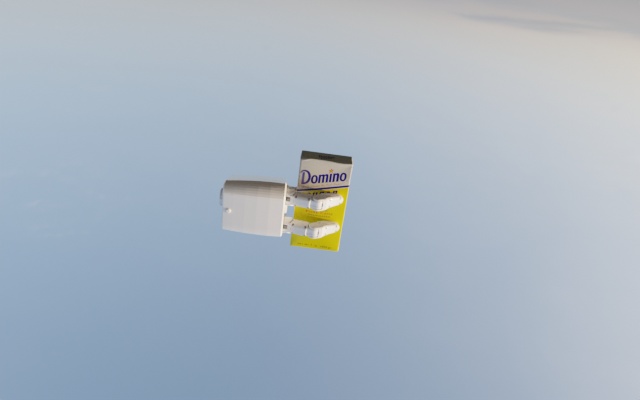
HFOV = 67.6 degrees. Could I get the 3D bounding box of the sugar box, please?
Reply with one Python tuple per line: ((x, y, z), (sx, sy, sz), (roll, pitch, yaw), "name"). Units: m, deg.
((0.000, 0.003, 0.862), (0.093, 0.176, 0.048), (7, 27, -2), "sugar box")
